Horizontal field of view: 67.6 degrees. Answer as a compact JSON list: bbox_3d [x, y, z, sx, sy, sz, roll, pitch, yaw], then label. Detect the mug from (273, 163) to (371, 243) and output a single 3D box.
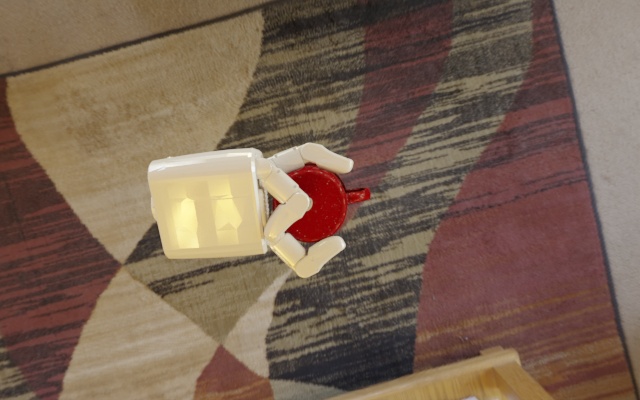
[{"bbox_3d":[0.002,0.002,0.551,0.117,0.093,0.081,-6,5,0],"label":"mug"}]
